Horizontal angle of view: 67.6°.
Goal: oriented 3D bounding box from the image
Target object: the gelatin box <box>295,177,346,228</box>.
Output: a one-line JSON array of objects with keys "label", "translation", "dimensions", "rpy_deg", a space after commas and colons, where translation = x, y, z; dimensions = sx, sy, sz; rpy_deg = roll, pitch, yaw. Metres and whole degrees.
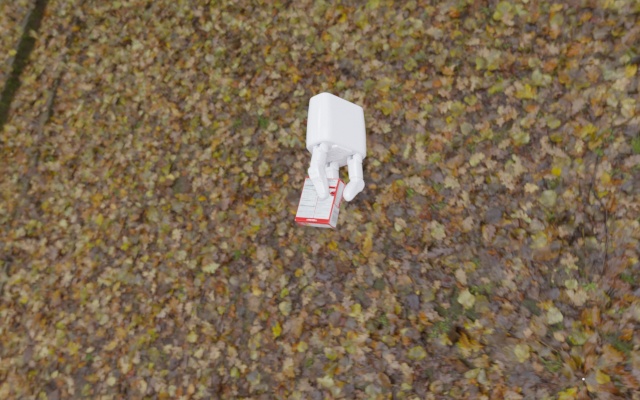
[{"label": "gelatin box", "translation": [0.000, 0.003, 0.867], "dimensions": [0.073, 0.089, 0.030], "rpy_deg": [3, -20, 31]}]
